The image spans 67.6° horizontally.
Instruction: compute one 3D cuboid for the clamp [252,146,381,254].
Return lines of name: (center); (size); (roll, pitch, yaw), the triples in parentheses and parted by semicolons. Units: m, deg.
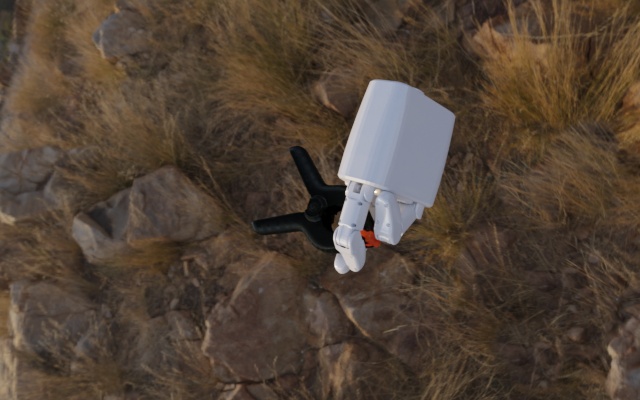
clamp: (0.000, 0.002, 0.559); (0.171, 0.120, 0.039); (16, -1, 33)
